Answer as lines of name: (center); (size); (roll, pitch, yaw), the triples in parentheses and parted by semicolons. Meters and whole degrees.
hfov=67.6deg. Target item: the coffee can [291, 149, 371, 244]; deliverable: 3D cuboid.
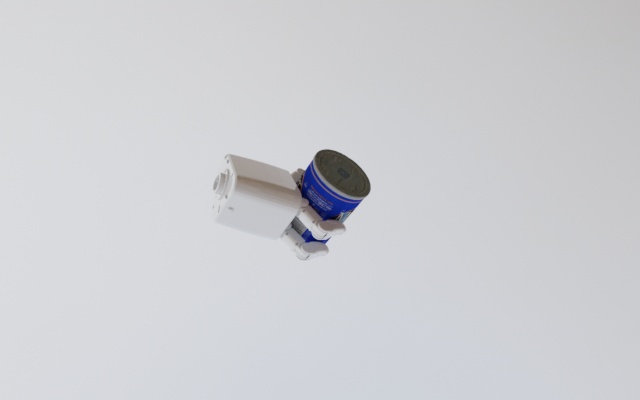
coffee can: (0.000, 0.002, 0.770); (0.103, 0.102, 0.140); (0, -41, -42)
